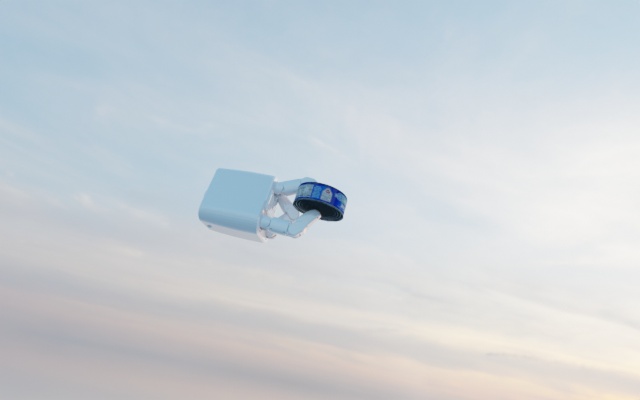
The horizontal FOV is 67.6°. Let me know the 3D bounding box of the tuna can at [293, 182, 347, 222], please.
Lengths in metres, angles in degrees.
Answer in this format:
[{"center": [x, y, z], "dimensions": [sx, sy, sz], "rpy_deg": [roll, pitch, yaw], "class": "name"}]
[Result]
[{"center": [0.000, 0.002, 0.781], "dimensions": [0.086, 0.033, 0.086], "rpy_deg": [15, -20, 6], "class": "tuna can"}]
